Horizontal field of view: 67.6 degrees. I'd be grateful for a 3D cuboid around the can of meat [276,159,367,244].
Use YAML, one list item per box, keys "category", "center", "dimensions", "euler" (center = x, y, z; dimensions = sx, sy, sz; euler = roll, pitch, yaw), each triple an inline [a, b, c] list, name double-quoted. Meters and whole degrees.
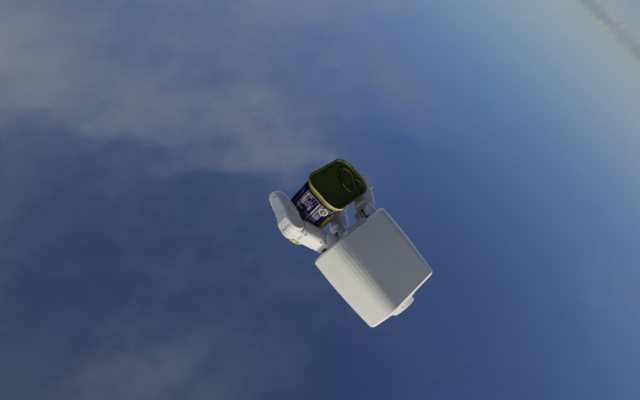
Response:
- category: "can of meat"
  center: [0.000, 0.002, 0.613]
  dimensions: [0.084, 0.057, 0.102]
  euler: [-45, -7, 35]
